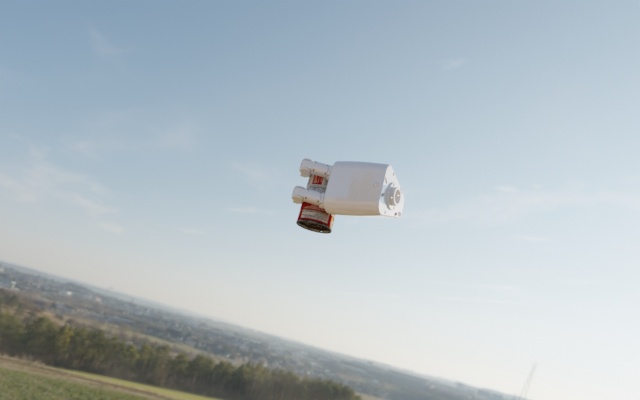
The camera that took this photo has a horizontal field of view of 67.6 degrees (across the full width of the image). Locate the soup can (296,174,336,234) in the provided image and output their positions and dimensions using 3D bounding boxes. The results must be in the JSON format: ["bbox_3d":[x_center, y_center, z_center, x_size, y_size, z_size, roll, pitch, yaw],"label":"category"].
[{"bbox_3d":[0.000,0.003,0.892,0.068,0.102,0.068,14,-17,4],"label":"soup can"}]
